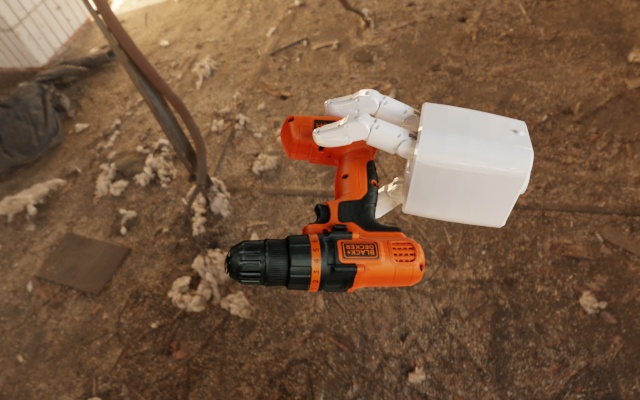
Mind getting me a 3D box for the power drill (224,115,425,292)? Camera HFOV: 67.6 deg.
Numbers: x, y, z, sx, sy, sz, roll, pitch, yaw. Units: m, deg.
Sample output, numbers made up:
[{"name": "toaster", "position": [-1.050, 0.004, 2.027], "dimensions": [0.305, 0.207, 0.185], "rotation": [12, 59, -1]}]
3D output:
[{"name": "power drill", "position": [0.000, 0.001, 0.477], "dimensions": [0.184, 0.187, 0.057], "rotation": [2, -32, -12]}]
